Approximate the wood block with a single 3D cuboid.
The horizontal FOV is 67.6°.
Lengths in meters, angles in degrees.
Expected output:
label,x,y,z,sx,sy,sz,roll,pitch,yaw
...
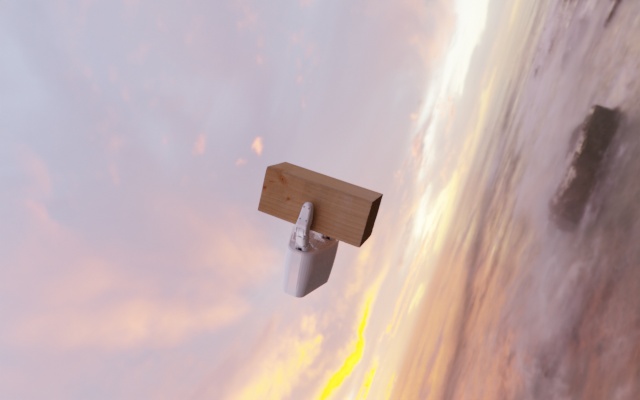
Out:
label,x,y,z,sx,sy,sz,roll,pitch,yaw
wood block,0.000,0.003,0.894,0.206,0.090,0.091,19,17,15
